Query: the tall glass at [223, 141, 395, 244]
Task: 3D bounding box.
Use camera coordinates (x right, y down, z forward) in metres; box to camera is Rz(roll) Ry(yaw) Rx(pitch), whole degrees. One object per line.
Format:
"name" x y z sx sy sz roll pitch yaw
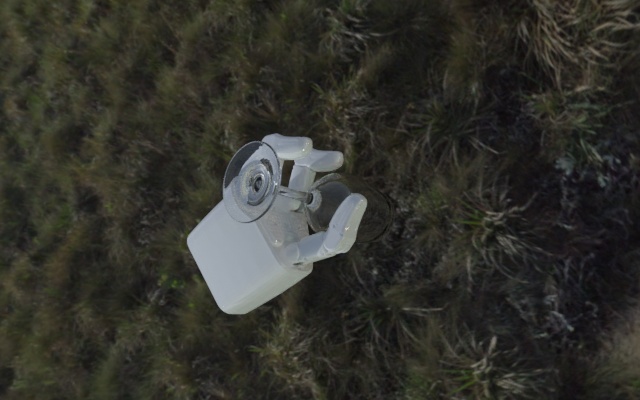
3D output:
"tall glass" 0.000 0.001 0.495 0.079 0.079 0.201 0 -10 40
